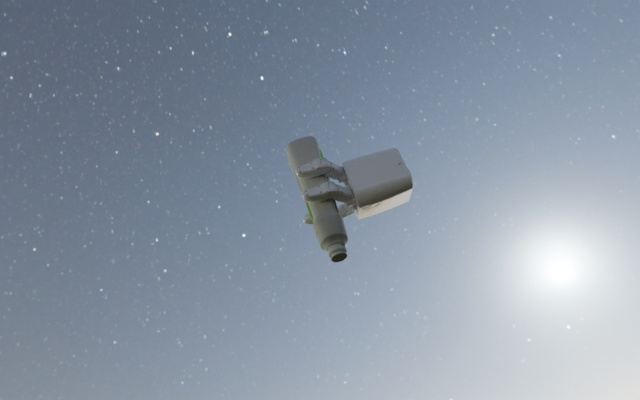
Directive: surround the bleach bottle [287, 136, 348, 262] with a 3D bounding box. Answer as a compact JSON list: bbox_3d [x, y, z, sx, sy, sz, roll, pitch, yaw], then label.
[{"bbox_3d":[0.000,0.003,0.867,0.068,0.250,0.103,-18,-35,0],"label":"bleach bottle"}]
